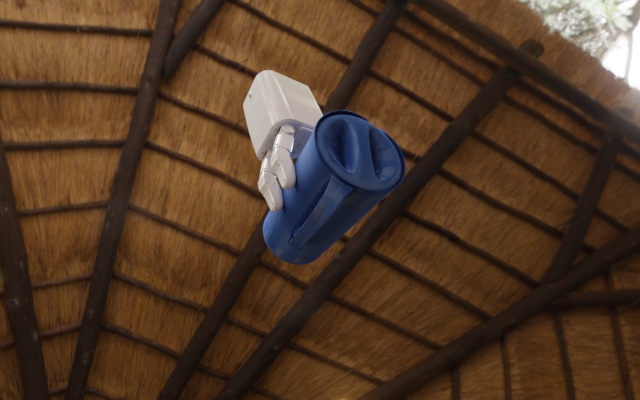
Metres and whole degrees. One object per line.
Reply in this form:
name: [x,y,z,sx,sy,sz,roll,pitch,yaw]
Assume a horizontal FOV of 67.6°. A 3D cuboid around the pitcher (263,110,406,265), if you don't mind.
pitcher: [0.000,0.002,0.688,0.149,0.145,0.243,-5,-30,-33]
